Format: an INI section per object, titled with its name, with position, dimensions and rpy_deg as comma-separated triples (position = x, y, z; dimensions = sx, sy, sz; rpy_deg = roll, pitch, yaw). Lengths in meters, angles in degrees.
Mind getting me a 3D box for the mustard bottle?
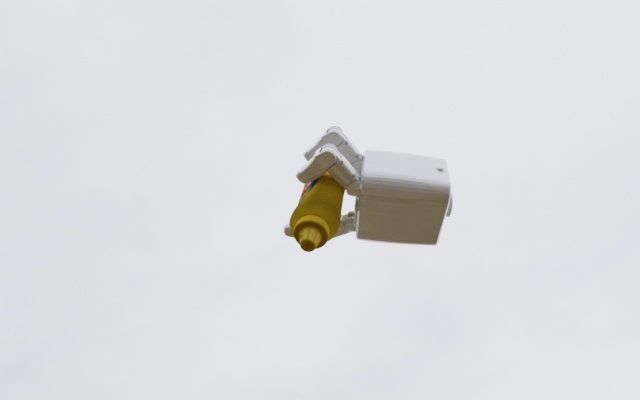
[mustard bottle]
position = 0.000, 0.002, 0.608
dimensions = 0.058, 0.096, 0.191
rpy_deg = 27, 31, -7
